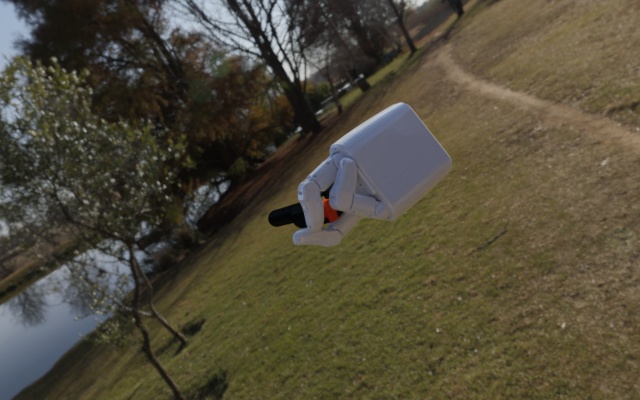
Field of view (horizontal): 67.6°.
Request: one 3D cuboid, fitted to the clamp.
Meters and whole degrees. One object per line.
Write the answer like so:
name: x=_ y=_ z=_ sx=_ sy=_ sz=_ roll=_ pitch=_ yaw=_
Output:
clamp: x=0.000 y=0.002 z=0.650 sx=0.120 sy=0.039 sz=0.171 roll=-37 pitch=15 yaw=-17
